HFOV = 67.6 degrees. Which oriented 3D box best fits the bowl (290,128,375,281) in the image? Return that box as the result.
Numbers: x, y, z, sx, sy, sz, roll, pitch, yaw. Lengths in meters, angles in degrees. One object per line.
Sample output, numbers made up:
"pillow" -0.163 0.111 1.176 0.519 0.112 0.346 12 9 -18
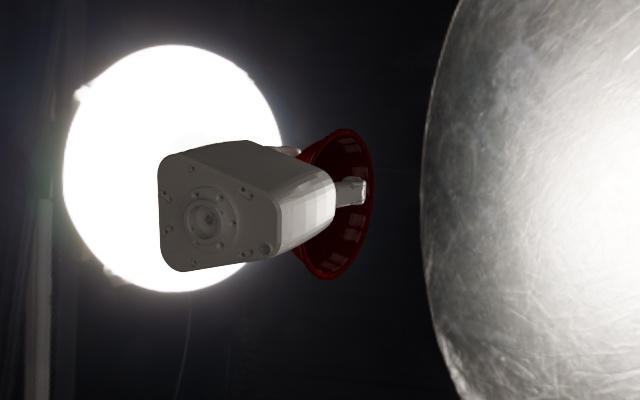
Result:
"bowl" 0.000 0.002 0.518 0.055 0.162 0.162 9 5 31
